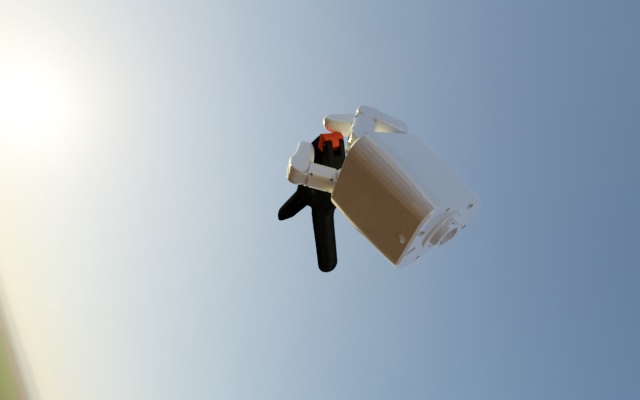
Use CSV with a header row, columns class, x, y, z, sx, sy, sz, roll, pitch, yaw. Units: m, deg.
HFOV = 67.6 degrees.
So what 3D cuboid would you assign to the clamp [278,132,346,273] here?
class,x,y,z,sx,sy,sz,roll,pitch,yaw
clamp,0.001,0.002,0.574,0.039,0.172,0.120,-21,57,-36
